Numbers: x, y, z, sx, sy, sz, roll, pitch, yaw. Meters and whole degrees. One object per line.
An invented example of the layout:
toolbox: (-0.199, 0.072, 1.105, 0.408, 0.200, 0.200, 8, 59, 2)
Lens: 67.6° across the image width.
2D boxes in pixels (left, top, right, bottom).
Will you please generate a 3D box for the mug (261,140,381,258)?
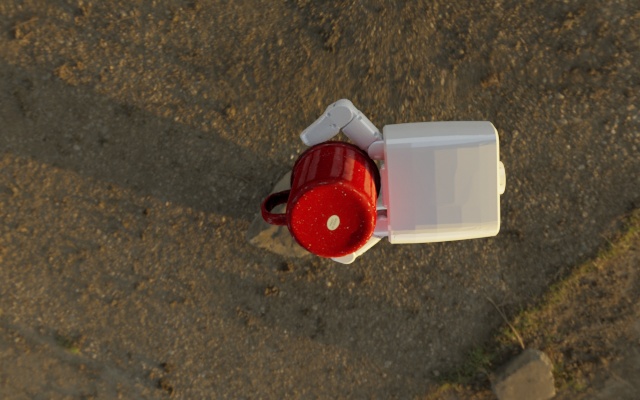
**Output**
mug: (-0.001, 0.002, 0.454, 0.117, 0.093, 0.081, -5, 26, 8)
